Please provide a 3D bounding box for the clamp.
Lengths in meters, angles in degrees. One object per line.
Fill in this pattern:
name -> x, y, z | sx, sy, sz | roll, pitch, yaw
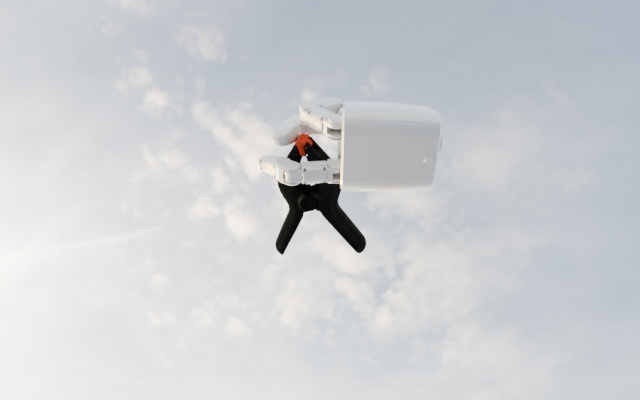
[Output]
clamp -> 0.000, 0.001, 0.597 | 0.120, 0.172, 0.039 | 2, 33, 2
